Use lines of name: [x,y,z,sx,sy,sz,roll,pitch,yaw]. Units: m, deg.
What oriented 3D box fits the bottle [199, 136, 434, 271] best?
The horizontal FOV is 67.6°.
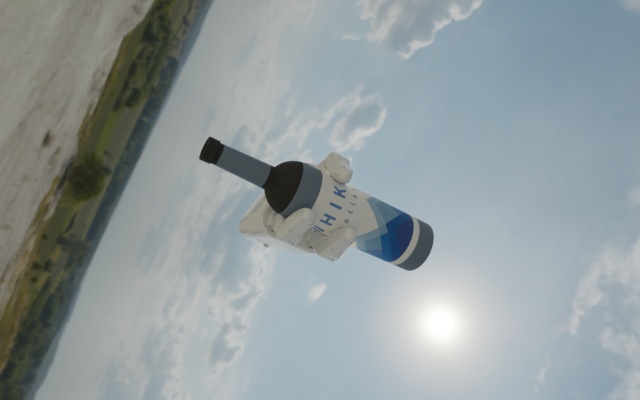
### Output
bottle: [0.000,0.002,0.562,0.296,0.069,0.069,25,-10,-22]
